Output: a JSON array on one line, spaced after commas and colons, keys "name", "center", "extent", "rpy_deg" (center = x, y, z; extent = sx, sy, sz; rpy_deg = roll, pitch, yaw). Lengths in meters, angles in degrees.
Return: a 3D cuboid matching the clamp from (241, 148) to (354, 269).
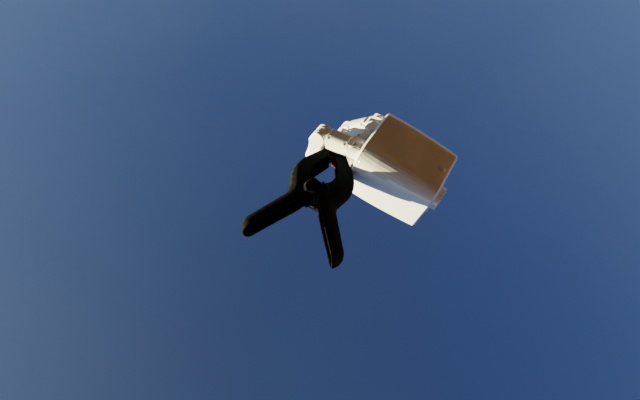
[{"name": "clamp", "center": [0.000, 0.002, 0.569], "extent": [0.120, 0.171, 0.039], "rpy_deg": [30, -32, 10]}]
